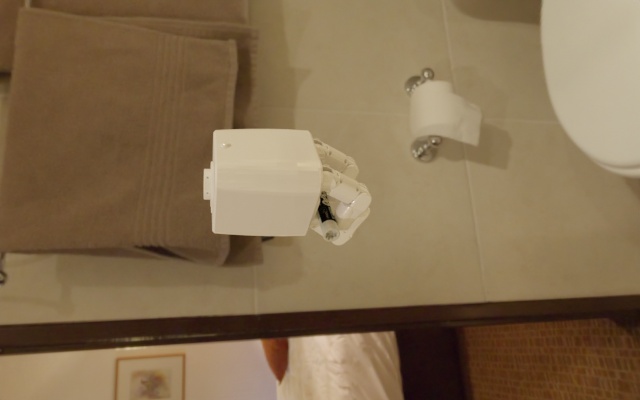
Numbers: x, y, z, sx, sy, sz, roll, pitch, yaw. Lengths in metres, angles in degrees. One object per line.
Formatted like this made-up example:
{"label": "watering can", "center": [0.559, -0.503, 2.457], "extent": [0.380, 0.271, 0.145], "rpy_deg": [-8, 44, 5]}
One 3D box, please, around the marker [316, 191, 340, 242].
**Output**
{"label": "marker", "center": [0.000, 0.002, 0.556], "extent": [0.020, 0.020, 0.121], "rpy_deg": [0, 36, -14]}
